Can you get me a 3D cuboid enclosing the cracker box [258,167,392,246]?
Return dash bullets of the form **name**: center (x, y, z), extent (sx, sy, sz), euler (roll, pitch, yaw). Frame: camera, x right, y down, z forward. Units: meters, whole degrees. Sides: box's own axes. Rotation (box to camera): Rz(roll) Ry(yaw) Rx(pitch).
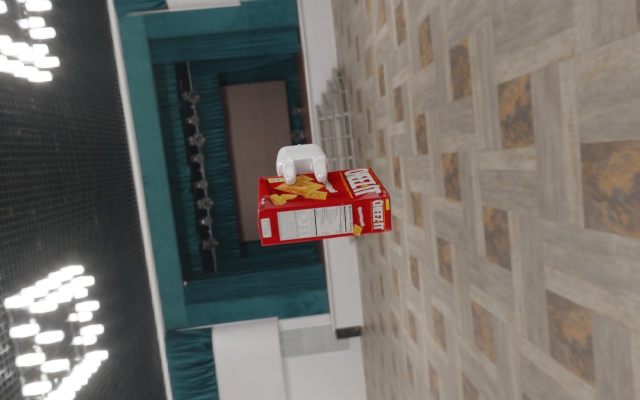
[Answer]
- **cracker box**: center (0.000, 0.003, 0.827), extent (0.214, 0.072, 0.164), euler (-6, 22, -4)
